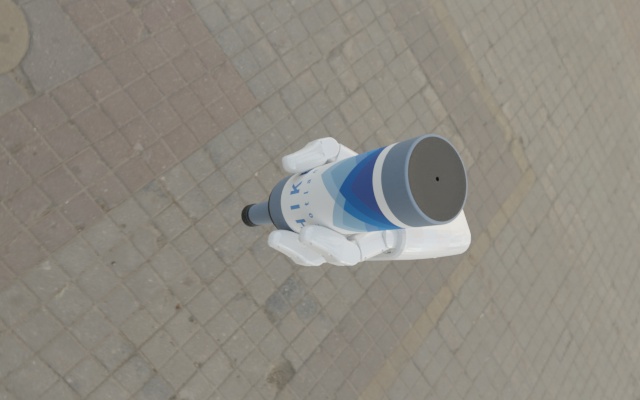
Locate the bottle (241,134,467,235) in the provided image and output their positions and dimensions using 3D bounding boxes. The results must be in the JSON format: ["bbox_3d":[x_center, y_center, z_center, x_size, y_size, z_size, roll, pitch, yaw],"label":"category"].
[{"bbox_3d":[0.000,0.001,0.461,0.069,0.069,0.296,0,-7,-35],"label":"bottle"}]
